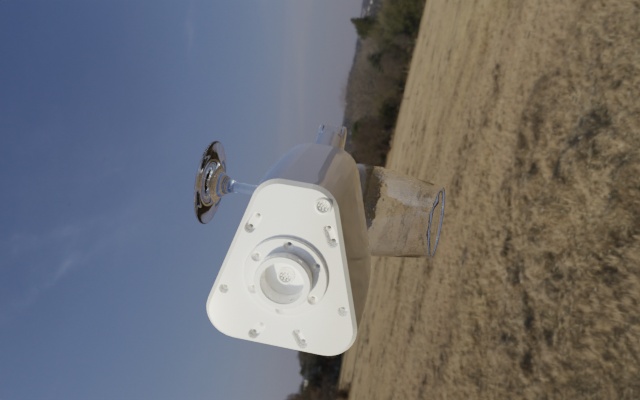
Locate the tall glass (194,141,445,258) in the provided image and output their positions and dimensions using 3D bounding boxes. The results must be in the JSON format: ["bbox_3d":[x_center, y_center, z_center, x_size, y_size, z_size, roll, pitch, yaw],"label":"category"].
[{"bbox_3d":[-0.001,0.001,0.411,0.201,0.079,0.079,10,1,5],"label":"tall glass"}]
